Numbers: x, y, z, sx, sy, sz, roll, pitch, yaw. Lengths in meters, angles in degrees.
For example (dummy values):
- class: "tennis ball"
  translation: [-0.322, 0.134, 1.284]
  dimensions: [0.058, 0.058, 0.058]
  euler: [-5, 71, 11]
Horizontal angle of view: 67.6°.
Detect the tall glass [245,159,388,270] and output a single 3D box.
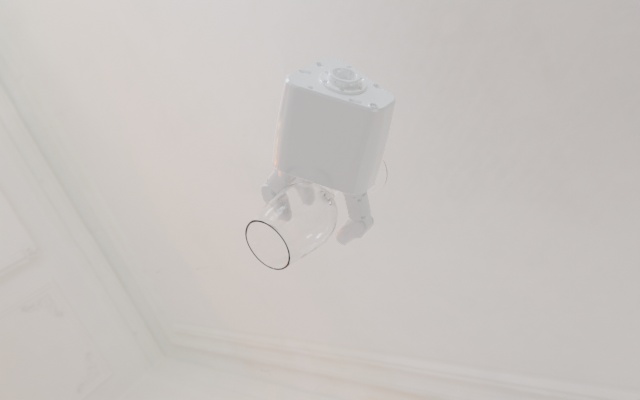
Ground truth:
- class: "tall glass"
  translation: [0.001, 0.002, 0.571]
  dimensions: [0.079, 0.079, 0.201]
  euler: [0, 28, 40]
